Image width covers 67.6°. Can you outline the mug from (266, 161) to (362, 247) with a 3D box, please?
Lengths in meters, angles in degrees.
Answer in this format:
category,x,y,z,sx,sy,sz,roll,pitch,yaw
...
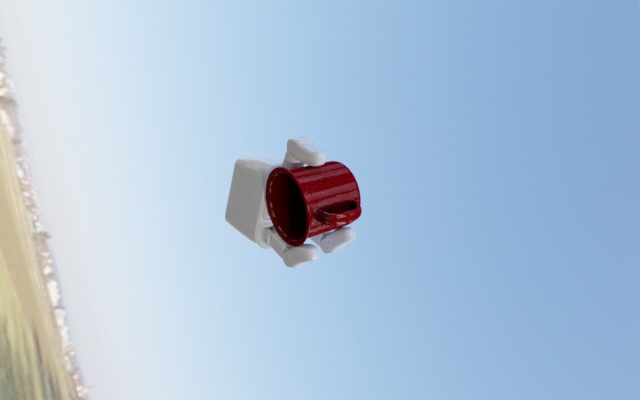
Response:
category,x,y,z,sx,sy,sz,roll,pitch,yaw
mug,0.001,0.002,0.554,0.081,0.093,0.117,-15,22,-33
